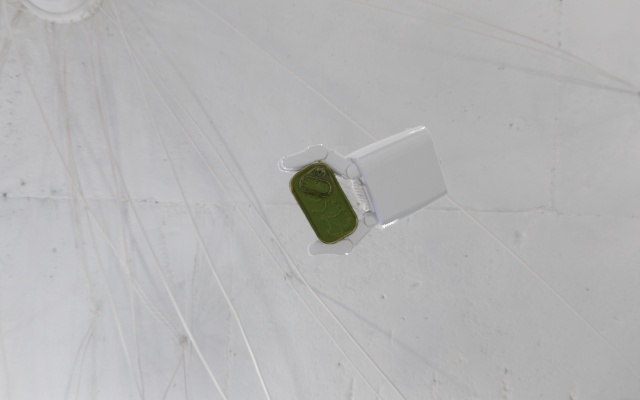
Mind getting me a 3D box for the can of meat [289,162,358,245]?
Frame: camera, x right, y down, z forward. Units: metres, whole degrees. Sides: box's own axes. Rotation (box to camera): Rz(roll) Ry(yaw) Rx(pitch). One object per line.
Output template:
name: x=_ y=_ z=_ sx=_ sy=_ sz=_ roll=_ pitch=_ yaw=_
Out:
can of meat: x=0.000 y=0.002 z=0.634 sx=0.057 sy=0.102 sz=0.084 roll=-30 pitch=6 yaw=-5
